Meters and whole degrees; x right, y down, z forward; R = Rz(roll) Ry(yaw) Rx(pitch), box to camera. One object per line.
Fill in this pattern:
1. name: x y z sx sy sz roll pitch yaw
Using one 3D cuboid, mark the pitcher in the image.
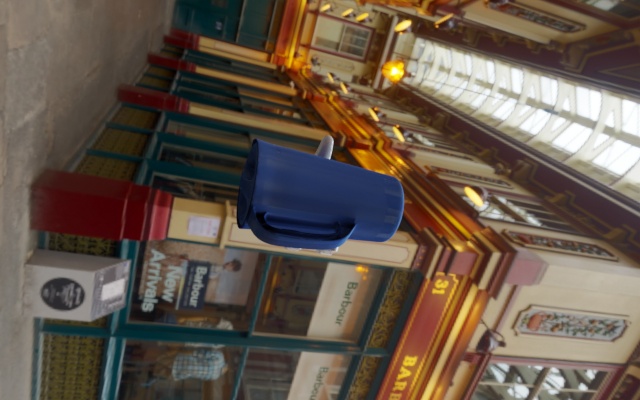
1. pitcher: 0.000 0.002 0.722 0.243 0.149 0.145 10 -6 -17
